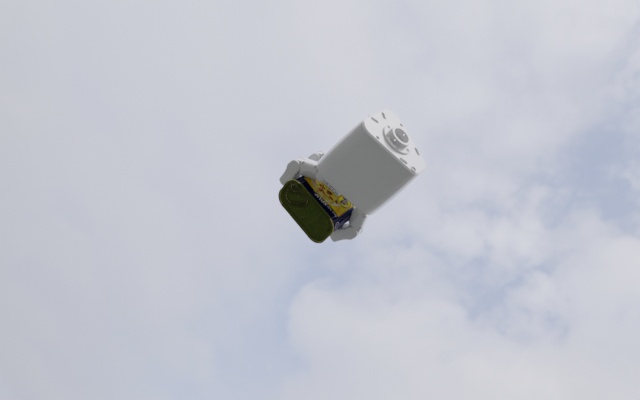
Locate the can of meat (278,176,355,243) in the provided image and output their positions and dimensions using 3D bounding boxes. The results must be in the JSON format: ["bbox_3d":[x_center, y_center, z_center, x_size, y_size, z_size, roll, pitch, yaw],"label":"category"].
[{"bbox_3d":[0.000,0.002,0.733,0.084,0.102,0.057,-32,-11,-48],"label":"can of meat"}]
